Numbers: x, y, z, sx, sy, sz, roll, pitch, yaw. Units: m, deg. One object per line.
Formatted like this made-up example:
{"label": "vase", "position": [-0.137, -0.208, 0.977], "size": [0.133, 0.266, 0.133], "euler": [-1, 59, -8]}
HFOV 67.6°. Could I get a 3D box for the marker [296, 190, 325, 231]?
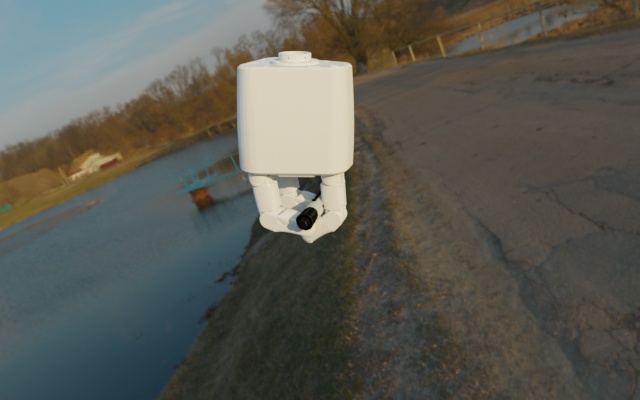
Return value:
{"label": "marker", "position": [0.000, 0.002, 0.527], "size": [0.020, 0.020, 0.121], "euler": [0, 21, 19]}
